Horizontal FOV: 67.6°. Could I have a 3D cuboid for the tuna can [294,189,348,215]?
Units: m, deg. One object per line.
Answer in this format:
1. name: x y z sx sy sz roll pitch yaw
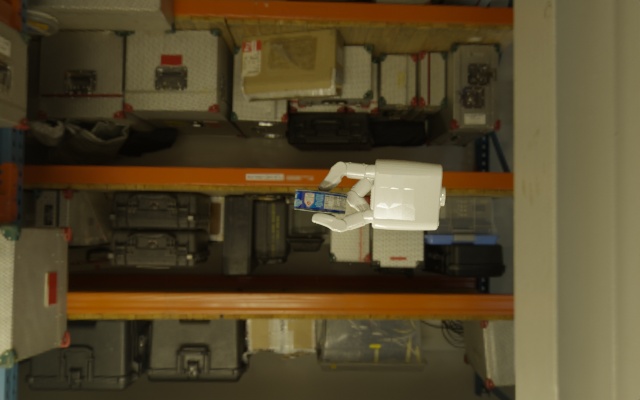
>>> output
1. tuna can: 0.000 0.003 0.779 0.086 0.034 0.086 6 -2 0
